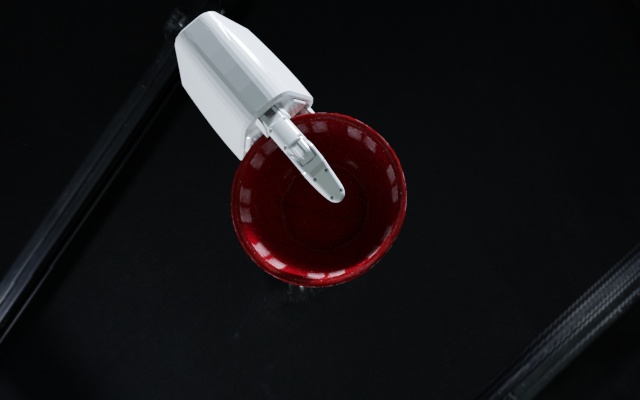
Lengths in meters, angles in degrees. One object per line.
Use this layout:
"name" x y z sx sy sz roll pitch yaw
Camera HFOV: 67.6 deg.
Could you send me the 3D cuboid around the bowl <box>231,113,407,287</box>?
"bowl" 0.001 0.003 0.456 0.162 0.162 0.055 0 -11 9
